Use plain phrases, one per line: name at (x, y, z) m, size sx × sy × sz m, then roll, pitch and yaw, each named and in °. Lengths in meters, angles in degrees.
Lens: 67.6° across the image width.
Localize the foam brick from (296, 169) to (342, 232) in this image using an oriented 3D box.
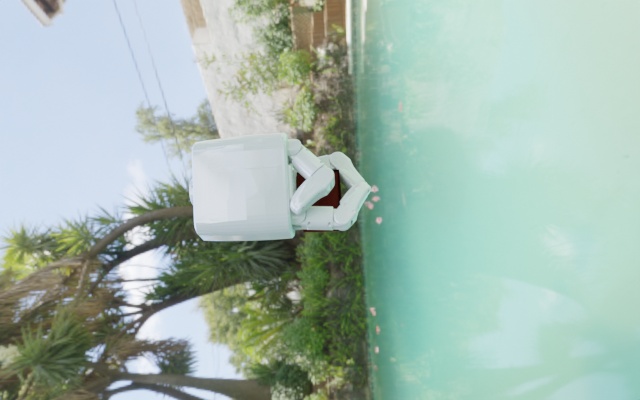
foam brick at (0.000, 0.002, 0.583) m, size 0.051 × 0.053 × 0.078 m, roll -4°, pitch -23°, yaw 2°
